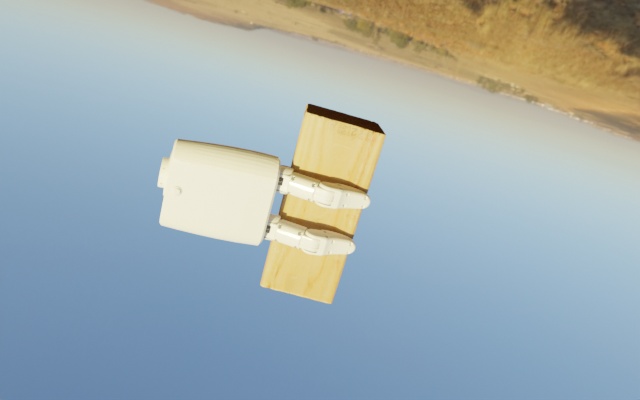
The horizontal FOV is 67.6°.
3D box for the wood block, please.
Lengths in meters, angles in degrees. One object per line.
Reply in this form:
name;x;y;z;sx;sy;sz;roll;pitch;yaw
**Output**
wood block;0.000;0.002;0.563;0.090;0.206;0.090;15;18;-5
